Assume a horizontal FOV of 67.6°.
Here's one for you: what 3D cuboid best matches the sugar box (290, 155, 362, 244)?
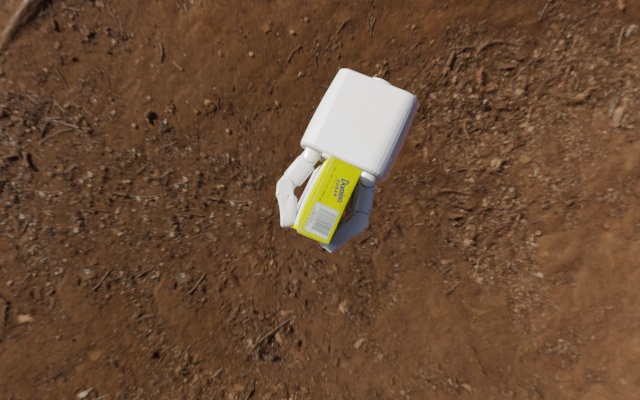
[{"bbox_3d":[0.001,0.002,0.601,0.048,0.093,0.176,26,-4,-3],"label":"sugar box"}]
